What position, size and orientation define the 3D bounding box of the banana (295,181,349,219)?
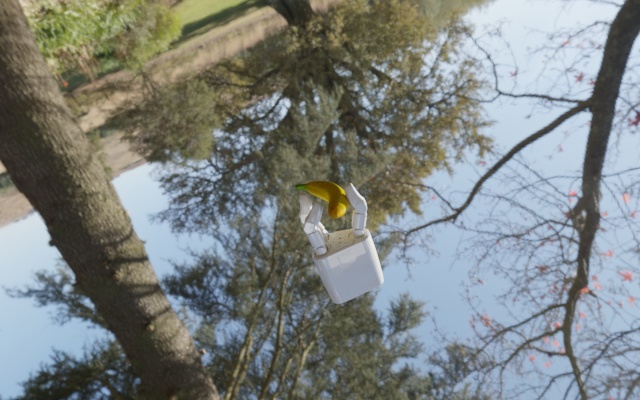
[{"bbox_3d":[0.016,-0.005,0.902,0.069,0.037,0.197,-22,21,-15],"label":"banana"}]
